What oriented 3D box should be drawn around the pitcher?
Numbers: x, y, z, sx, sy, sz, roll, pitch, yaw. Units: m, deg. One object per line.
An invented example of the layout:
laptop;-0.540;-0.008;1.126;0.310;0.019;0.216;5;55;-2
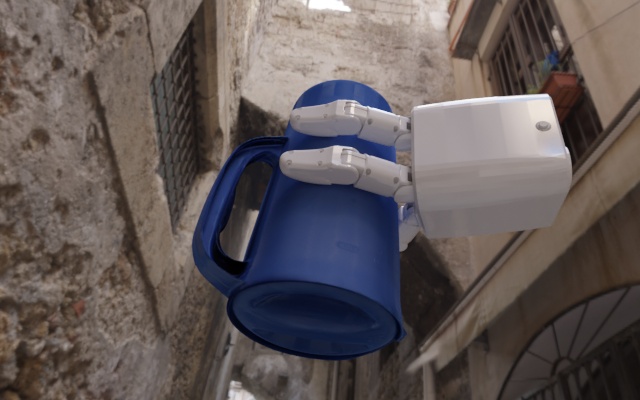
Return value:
pitcher;0.000;0.001;0.423;0.145;0.242;0.149;-5;-40;16
